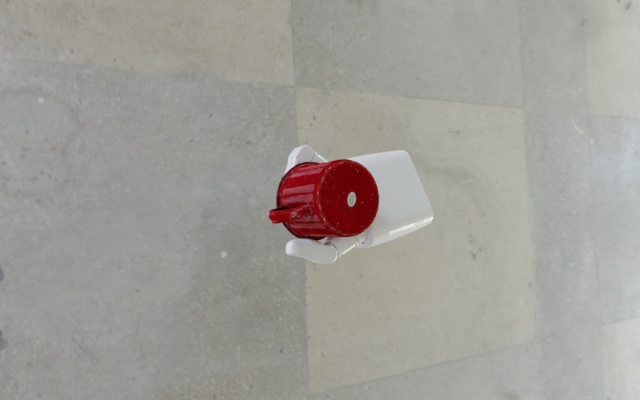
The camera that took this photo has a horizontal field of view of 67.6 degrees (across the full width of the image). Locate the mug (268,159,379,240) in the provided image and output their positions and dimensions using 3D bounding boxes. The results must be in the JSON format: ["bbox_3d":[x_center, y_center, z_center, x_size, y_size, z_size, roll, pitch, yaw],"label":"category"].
[{"bbox_3d":[-0.001,0.002,0.516,0.117,0.093,0.081,-15,5,-30],"label":"mug"}]
